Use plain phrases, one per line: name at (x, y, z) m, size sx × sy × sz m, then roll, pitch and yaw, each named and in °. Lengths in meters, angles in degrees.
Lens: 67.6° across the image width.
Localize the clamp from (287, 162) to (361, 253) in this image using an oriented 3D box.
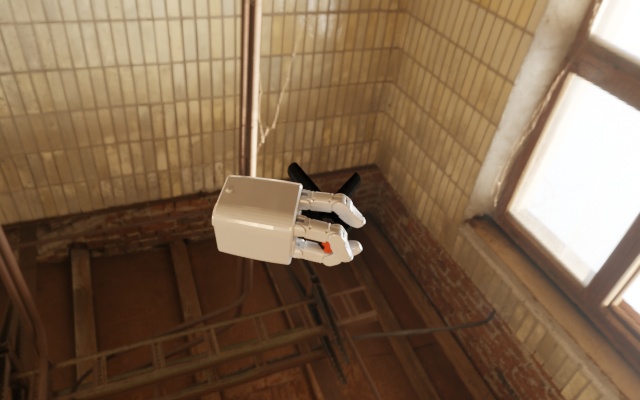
clamp at (0.000, 0.003, 0.721) m, size 0.120 × 0.039 × 0.171 m, roll 10°, pitch 40°, yaw -1°
